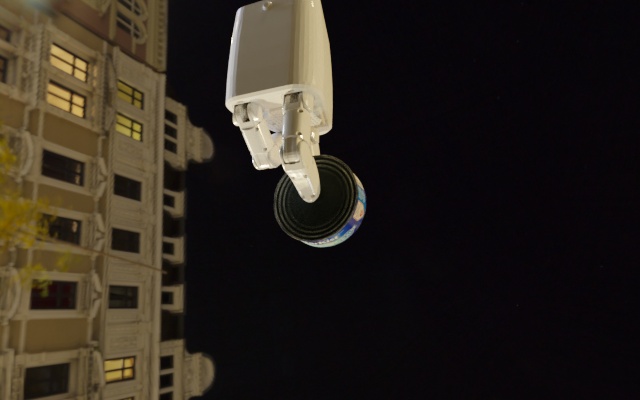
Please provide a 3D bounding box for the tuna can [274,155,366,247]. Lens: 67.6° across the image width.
[{"bbox_3d":[0.000,0.002,0.463,0.086,0.086,0.034,0,-17,23],"label":"tuna can"}]
